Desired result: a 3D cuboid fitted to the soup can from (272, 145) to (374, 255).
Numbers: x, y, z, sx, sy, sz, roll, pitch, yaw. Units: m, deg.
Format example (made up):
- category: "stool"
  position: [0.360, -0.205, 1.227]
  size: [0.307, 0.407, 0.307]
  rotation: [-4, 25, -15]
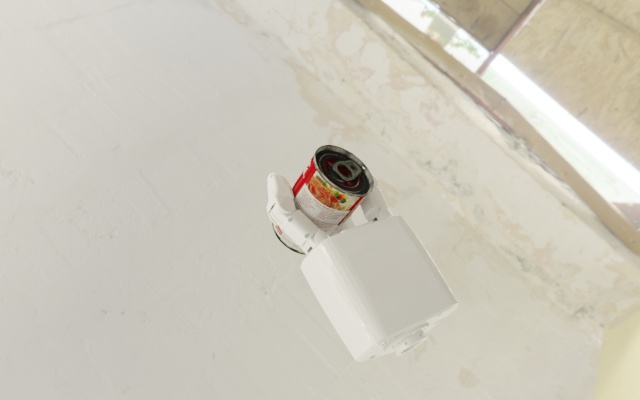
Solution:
- category: "soup can"
  position: [0.000, 0.001, 0.500]
  size: [0.068, 0.068, 0.102]
  rotation: [0, -40, -39]
